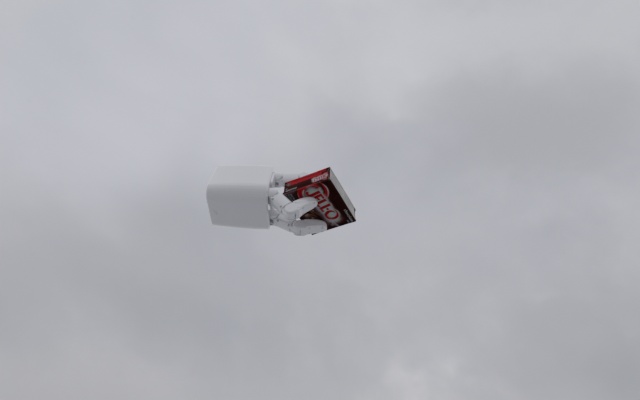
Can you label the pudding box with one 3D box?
[{"bbox_3d":[0.000,0.003,0.836,0.090,0.039,0.114,-18,-48,21],"label":"pudding box"}]
